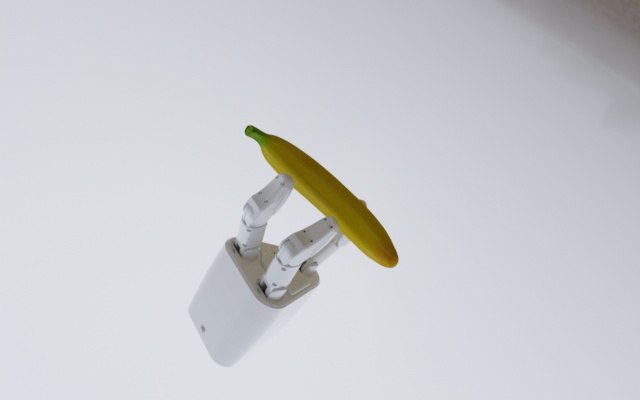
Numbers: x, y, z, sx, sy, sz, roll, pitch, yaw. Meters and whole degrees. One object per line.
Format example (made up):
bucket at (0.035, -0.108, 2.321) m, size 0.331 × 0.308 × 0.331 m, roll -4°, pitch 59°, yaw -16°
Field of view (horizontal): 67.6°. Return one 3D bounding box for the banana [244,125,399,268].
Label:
banana at (0.004, -0.004, 0.488) m, size 0.198 × 0.037 × 0.069 m, roll 41°, pitch 20°, yaw 7°
